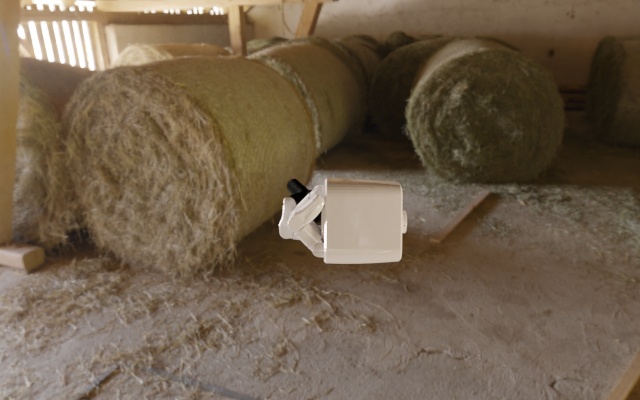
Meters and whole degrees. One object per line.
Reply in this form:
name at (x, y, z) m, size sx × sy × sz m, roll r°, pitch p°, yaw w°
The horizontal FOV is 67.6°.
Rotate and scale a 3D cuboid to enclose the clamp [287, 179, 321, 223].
clamp at (0.000, 0.002, 0.775) m, size 0.120 × 0.039 × 0.171 m, roll 3°, pitch 19°, yaw -1°
